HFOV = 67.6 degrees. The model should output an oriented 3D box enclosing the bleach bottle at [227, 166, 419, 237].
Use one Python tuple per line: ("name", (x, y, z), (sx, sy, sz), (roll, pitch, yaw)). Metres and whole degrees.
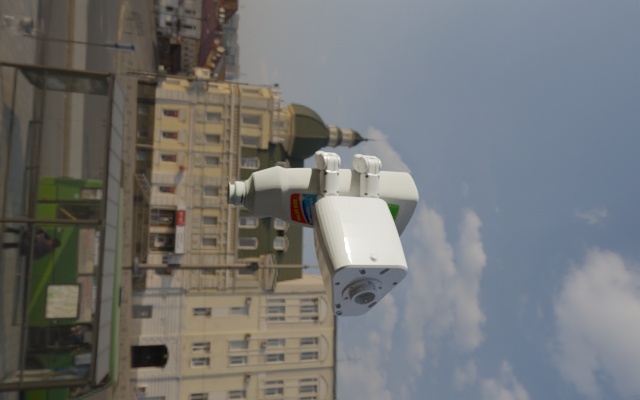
("bleach bottle", (0.000, 0.002, 0.651), (0.251, 0.068, 0.103), (3, -44, -17))
